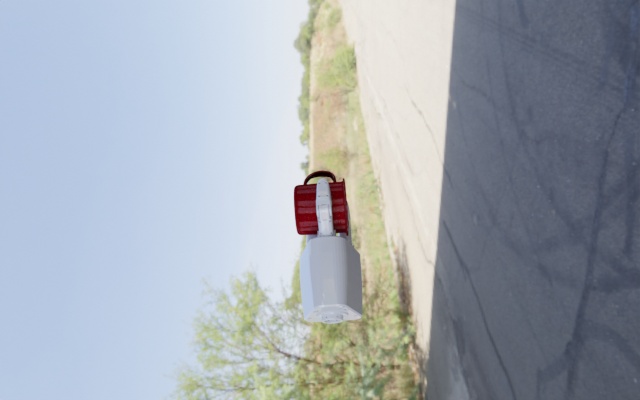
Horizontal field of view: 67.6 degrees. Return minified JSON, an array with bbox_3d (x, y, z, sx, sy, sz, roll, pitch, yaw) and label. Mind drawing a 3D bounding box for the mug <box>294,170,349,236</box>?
[{"bbox_3d":[0.000,0.001,0.768,0.081,0.117,0.093,-4,-27,1],"label":"mug"}]
